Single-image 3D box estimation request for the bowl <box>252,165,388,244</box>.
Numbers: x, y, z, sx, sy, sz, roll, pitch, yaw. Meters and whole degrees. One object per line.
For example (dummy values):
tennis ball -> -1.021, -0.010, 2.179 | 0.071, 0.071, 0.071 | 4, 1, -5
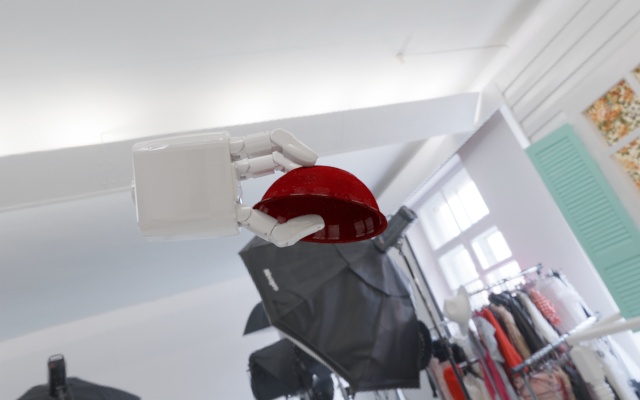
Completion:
bowl -> 0.001, 0.002, 0.571 | 0.162, 0.055, 0.162 | 5, -22, 2
